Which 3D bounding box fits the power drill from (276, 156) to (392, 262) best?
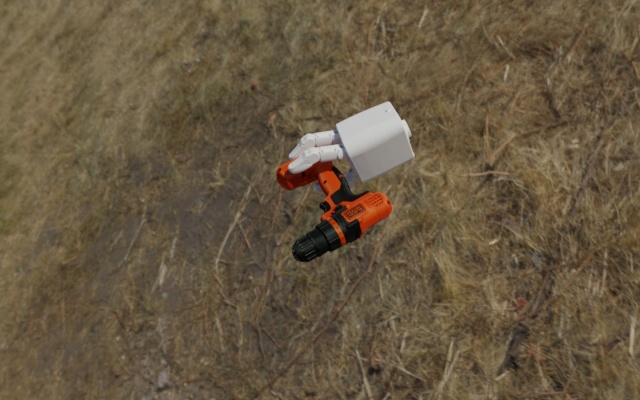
[{"bbox_3d":[0.000,0.002,0.818,0.184,0.187,0.057,-28,-35,-16],"label":"power drill"}]
